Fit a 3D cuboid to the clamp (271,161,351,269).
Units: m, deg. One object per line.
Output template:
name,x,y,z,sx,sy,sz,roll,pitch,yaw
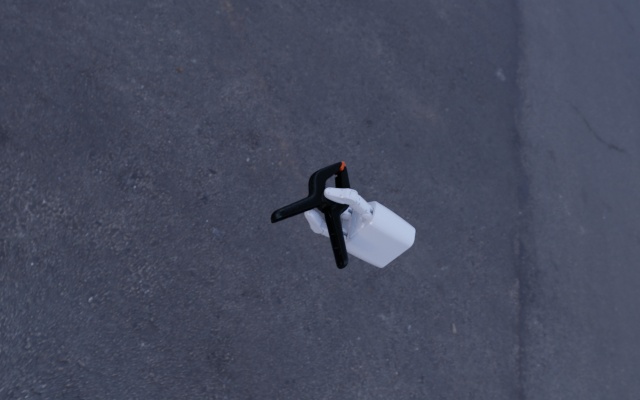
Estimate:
clamp,0.001,0.002,0.881,0.164,0.209,0.036,31,-38,-22
